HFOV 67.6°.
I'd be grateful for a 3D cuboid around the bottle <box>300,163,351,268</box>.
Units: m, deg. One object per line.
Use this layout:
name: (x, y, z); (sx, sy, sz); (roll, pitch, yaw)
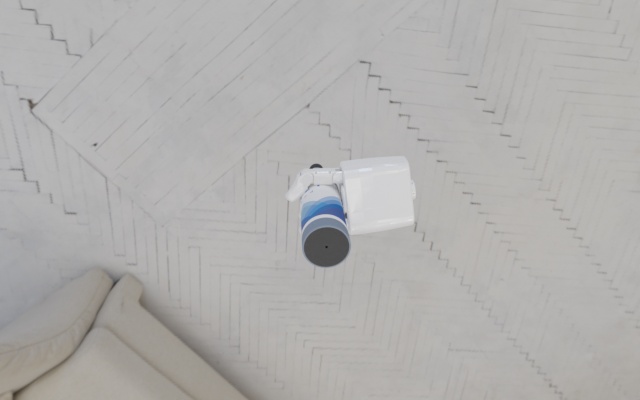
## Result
bottle: (0.000, 0.003, 0.776); (0.069, 0.069, 0.295); (0, 24, -3)
